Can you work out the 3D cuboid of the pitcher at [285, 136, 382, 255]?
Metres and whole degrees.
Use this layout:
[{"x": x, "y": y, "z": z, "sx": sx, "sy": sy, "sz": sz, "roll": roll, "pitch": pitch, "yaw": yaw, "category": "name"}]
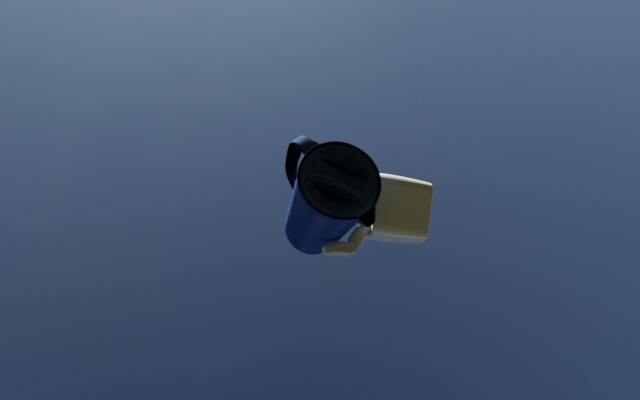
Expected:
[{"x": 0.000, "y": 0.003, "z": 0.831, "sx": 0.145, "sy": 0.149, "sz": 0.243, "roll": 8, "pitch": -24, "yaw": -10, "category": "pitcher"}]
